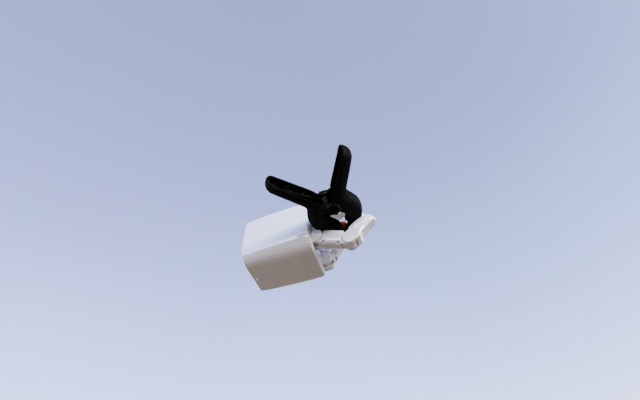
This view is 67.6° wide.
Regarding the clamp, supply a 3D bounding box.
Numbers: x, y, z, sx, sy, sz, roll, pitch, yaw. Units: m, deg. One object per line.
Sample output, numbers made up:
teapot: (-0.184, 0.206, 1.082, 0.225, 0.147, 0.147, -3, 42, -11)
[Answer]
clamp: (0.000, 0.002, 0.666, 0.120, 0.039, 0.172, -12, -46, 9)
